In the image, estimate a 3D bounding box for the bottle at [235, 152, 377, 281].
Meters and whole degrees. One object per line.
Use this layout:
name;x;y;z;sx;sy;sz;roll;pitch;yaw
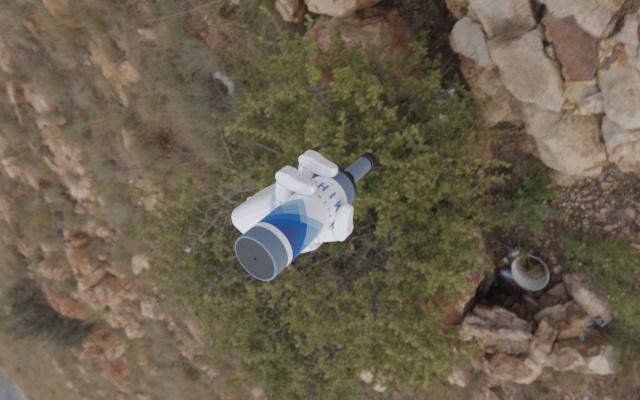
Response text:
bottle;0.000;0.002;0.688;0.069;0.069;0.295;0;28;39
